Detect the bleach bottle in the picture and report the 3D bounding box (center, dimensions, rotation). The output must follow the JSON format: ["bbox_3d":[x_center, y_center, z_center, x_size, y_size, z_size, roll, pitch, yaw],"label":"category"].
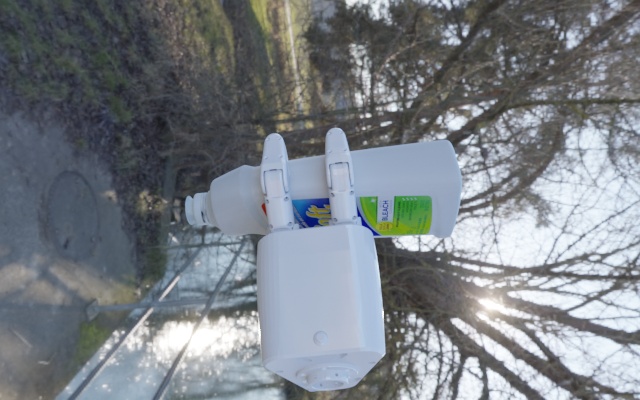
[{"bbox_3d":[0.000,0.001,0.460,0.251,0.068,0.103,-6,-37,2],"label":"bleach bottle"}]
